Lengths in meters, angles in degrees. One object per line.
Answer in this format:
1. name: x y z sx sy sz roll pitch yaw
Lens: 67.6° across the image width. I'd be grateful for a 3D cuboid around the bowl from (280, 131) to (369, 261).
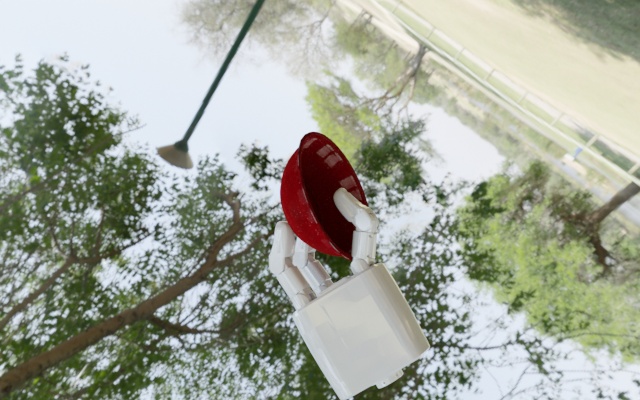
1. bowl: -0.001 0.001 0.571 0.055 0.162 0.162 -22 -10 26
